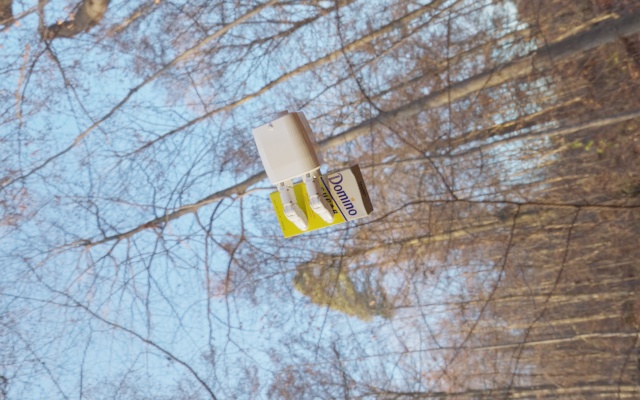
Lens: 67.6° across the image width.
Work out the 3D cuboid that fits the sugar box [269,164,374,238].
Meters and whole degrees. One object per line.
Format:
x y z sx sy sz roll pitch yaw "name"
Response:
0.000 0.003 0.880 0.176 0.093 0.048 -17 6 28 "sugar box"
